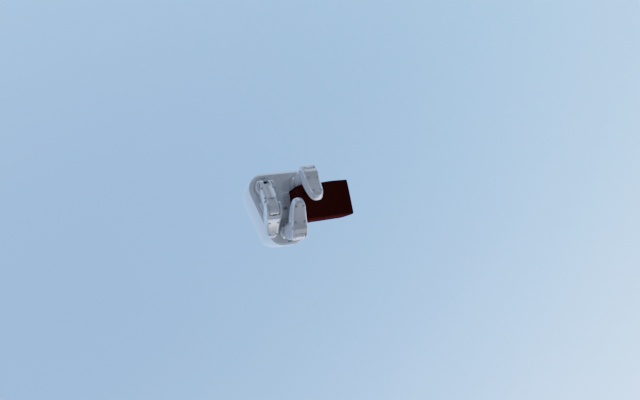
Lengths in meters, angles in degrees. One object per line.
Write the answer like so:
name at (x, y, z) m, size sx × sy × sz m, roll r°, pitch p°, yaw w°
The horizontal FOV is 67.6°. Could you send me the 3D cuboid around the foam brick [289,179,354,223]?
foam brick at (0.000, 0.002, 0.701) m, size 0.078 × 0.053 × 0.051 m, roll -7°, pitch -7°, yaw -18°
